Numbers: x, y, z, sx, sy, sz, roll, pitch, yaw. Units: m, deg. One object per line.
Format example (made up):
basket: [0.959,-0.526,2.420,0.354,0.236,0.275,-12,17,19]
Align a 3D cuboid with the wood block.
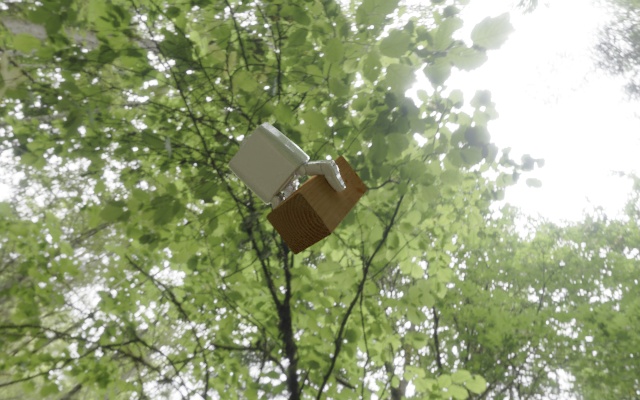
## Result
wood block: [0.000,0.002,0.893,0.091,0.090,0.206,-34,6,32]
